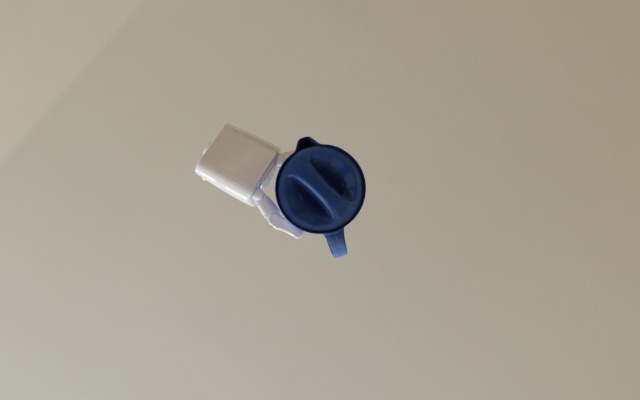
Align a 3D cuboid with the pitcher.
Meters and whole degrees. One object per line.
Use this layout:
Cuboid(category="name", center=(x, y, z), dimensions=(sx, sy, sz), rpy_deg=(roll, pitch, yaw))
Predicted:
Cuboid(category="pitcher", center=(0.000, 0.003, 0.807), dimensions=(0.145, 0.149, 0.243), rpy_deg=(26, -5, 1))
